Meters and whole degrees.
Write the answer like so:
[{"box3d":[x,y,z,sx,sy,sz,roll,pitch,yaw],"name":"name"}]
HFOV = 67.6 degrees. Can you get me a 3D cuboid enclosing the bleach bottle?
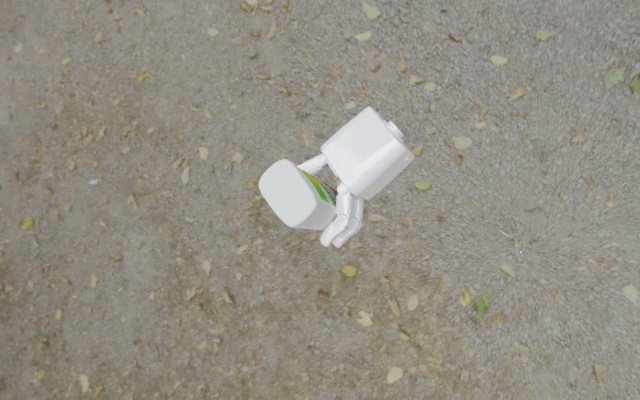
[{"box3d":[0.000,0.003,0.797,0.068,0.102,0.251,-41,-19,14],"name":"bleach bottle"}]
